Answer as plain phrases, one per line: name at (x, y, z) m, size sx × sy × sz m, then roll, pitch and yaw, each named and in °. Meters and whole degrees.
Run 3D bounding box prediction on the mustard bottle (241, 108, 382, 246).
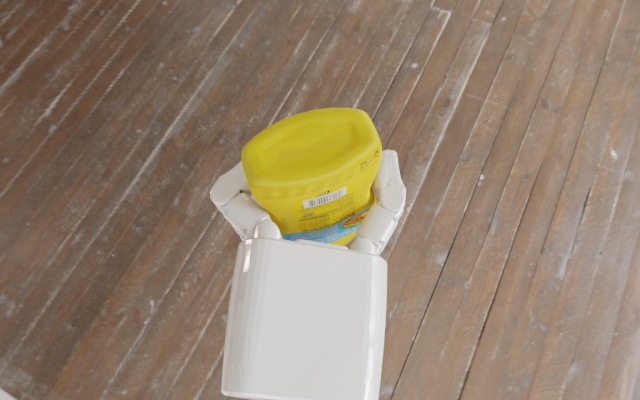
mustard bottle at (0.000, 0.001, 0.406) m, size 0.096 × 0.058 × 0.192 m, roll -20°, pitch -24°, yaw -4°
